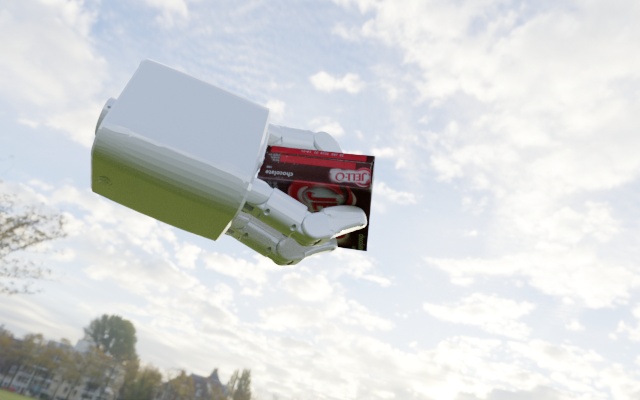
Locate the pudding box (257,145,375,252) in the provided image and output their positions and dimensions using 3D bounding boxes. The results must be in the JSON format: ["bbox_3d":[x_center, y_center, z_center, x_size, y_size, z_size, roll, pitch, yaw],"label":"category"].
[{"bbox_3d":[0.000,0.001,0.415,0.090,0.039,0.114,7,-28,8],"label":"pudding box"}]
